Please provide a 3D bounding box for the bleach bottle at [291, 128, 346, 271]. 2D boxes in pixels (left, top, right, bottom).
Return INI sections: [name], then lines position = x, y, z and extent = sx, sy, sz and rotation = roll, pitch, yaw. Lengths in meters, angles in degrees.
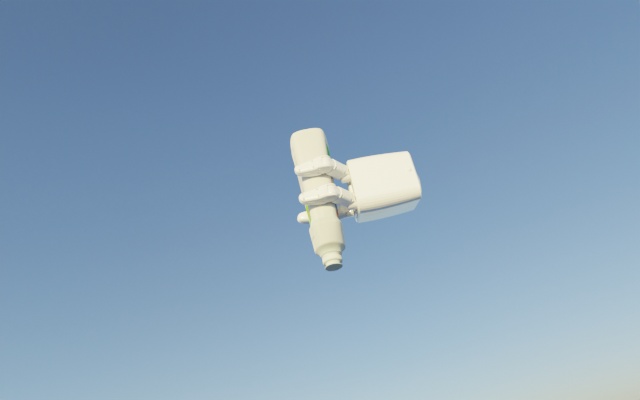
[bleach bottle]
position = 0.000, 0.003, 0.806
extent = 0.068, 0.250, 0.103
rotation = -11, -31, 0
